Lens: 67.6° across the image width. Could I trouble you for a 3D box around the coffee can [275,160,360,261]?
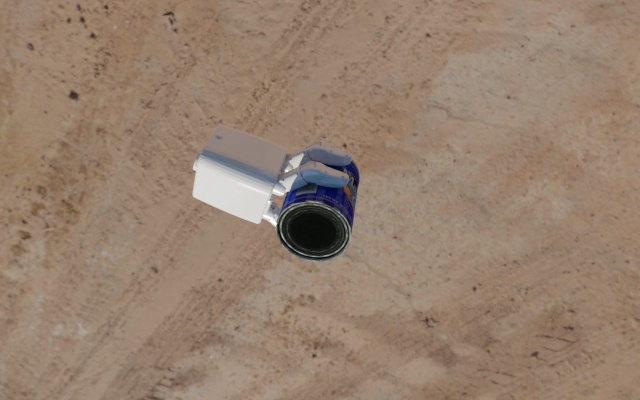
[{"bbox_3d":[0.000,0.002,0.684,0.103,0.103,0.140,0,35,10],"label":"coffee can"}]
